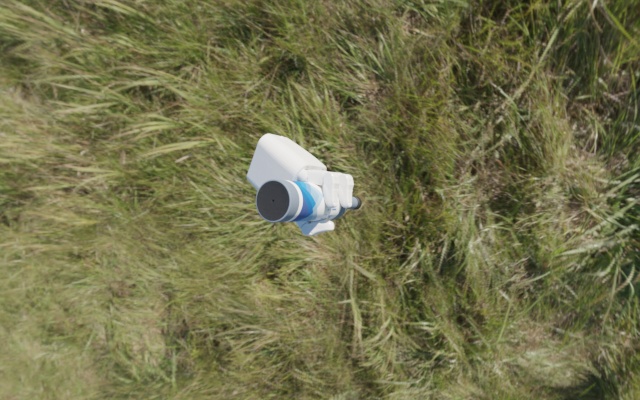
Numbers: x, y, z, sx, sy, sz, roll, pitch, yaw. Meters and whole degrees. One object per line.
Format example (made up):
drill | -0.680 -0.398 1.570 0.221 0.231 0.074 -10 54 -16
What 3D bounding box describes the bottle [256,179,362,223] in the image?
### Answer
bottle | 0.000 0.003 0.855 0.069 0.069 0.296 0 -1 30
